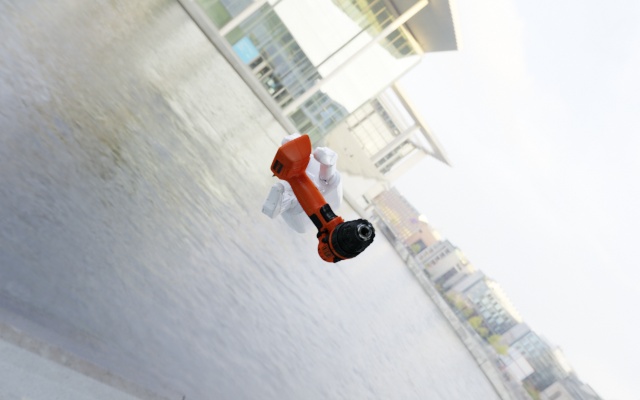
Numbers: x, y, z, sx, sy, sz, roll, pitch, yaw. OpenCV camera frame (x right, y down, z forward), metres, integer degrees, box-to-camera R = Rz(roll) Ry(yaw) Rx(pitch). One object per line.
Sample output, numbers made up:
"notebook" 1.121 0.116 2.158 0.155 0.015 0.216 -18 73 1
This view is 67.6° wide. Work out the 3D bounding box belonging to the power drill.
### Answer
"power drill" 0.000 0.002 0.692 0.057 0.187 0.184 -27 -6 -20
